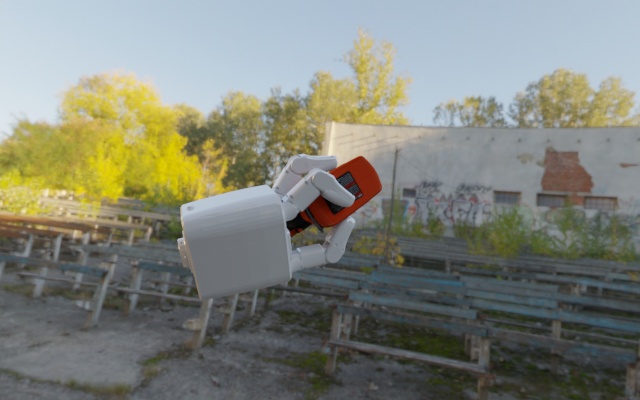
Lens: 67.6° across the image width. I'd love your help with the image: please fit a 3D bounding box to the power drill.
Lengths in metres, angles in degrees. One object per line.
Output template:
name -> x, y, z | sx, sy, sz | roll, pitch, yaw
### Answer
power drill -> 0.000, 0.002, 0.646 | 0.184, 0.057, 0.188 | -35, 3, -31
